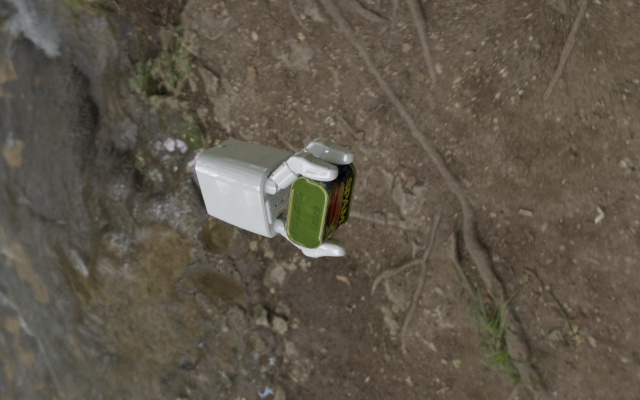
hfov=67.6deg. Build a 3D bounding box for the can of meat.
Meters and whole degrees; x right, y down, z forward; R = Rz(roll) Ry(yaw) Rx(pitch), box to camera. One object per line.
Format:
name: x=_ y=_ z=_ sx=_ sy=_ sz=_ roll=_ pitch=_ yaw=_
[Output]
can of meat: x=0.000 y=0.002 z=0.616 sx=0.057 sy=0.102 sz=0.084 roll=20 pitch=30 yaw=19
